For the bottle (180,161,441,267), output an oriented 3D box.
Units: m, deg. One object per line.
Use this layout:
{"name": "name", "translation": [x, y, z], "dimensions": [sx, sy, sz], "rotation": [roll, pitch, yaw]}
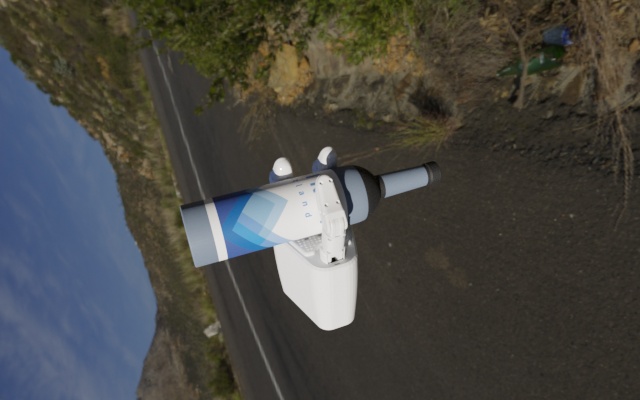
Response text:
{"name": "bottle", "translation": [0.000, 0.002, 0.532], "dimensions": [0.295, 0.069, 0.069], "rotation": [-15, 4, -15]}
